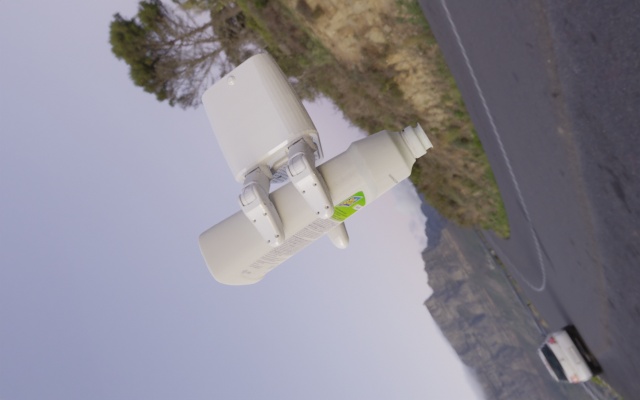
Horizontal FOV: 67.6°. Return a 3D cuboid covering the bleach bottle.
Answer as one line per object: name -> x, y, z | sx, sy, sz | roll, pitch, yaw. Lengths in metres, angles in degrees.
bleach bottle -> 0.000, 0.002, 0.495 | 0.251, 0.068, 0.102 | -32, -16, 14
